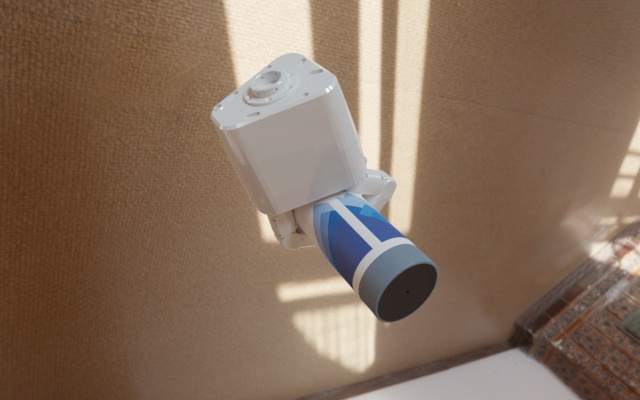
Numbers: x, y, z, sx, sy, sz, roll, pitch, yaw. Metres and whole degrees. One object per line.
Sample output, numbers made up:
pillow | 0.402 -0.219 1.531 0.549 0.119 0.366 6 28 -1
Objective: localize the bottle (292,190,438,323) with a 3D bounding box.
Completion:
bottle | 0.000 0.002 0.500 0.069 0.069 0.295 0 31 -35
